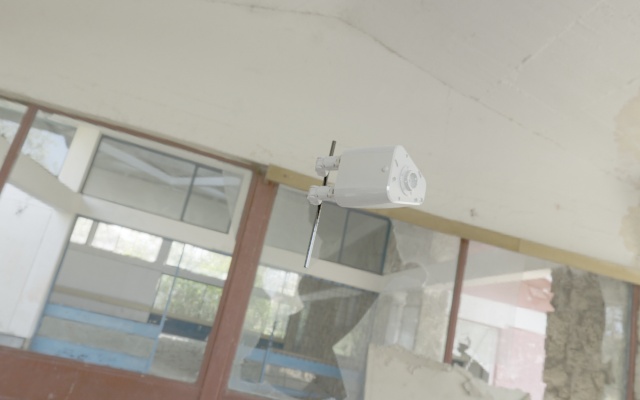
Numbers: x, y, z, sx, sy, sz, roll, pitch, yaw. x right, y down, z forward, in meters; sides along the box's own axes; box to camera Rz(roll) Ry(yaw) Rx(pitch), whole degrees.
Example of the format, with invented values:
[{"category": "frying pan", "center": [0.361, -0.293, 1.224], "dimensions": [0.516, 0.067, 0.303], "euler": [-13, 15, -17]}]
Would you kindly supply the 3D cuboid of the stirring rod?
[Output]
[{"category": "stirring rod", "center": [0.000, 0.003, 0.857], "dimensions": [0.011, 0.239, 0.011], "euler": [12, -15, 3]}]
